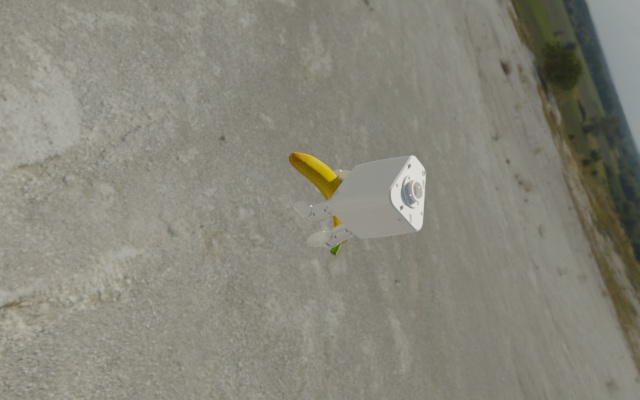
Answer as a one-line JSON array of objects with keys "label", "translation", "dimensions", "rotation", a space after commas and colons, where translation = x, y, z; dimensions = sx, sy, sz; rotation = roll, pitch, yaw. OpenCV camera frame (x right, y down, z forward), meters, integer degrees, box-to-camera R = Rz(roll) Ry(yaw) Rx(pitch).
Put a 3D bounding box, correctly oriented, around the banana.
[{"label": "banana", "translation": [0.014, -0.005, 0.792], "dimensions": [0.069, 0.198, 0.037], "rotation": [-39, 26, -31]}]
